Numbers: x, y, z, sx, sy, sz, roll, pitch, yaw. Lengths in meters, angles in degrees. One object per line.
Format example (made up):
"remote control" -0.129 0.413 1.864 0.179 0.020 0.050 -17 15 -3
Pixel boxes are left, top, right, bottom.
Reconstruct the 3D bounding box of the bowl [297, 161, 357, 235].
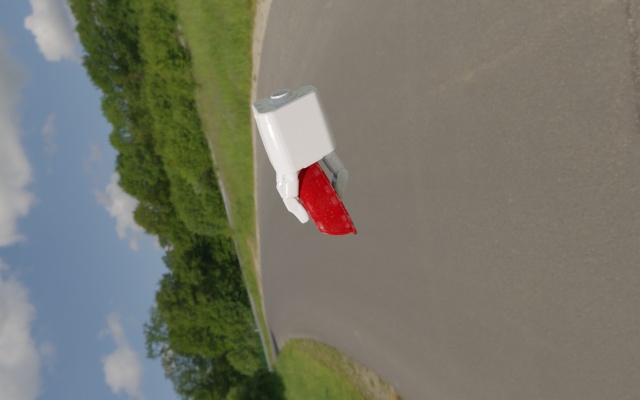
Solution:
"bowl" 0.000 0.004 0.831 0.055 0.162 0.162 -31 1 -2
